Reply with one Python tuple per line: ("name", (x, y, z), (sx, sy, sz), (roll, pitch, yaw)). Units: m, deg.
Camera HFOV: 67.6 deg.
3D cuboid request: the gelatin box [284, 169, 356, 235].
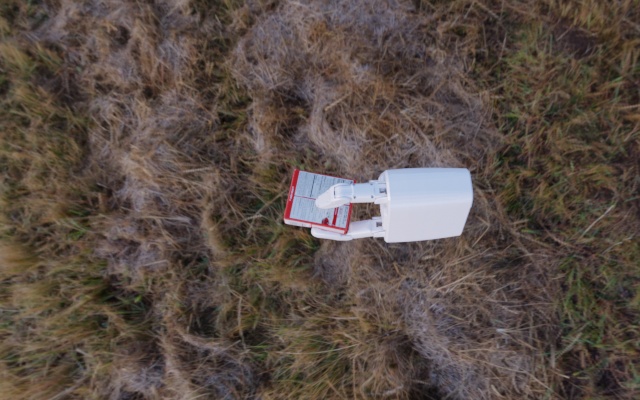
("gelatin box", (0.000, 0.002, 0.655), (0.089, 0.073, 0.030), (11, -16, 2))
